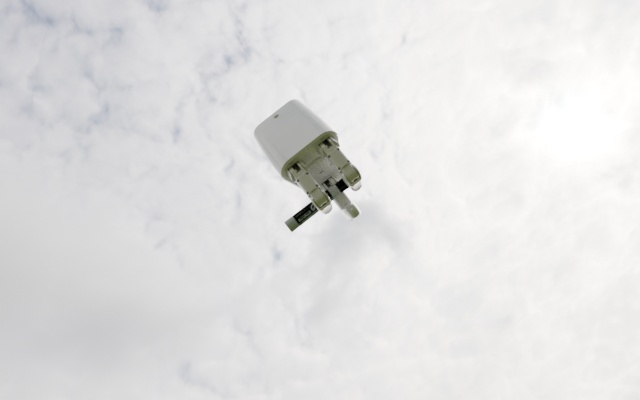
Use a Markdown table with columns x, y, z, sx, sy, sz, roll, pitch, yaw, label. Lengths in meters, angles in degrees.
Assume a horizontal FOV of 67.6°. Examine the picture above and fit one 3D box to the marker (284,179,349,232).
| x | y | z | sx | sy | sz | roll | pitch | yaw | label |
| --- | --- | --- | --- | --- | --- | --- | --- | --- | --- |
| 0.000 | 0.002 | 0.700 | 0.121 | 0.020 | 0.020 | -38 | 2 | -2 | marker |
